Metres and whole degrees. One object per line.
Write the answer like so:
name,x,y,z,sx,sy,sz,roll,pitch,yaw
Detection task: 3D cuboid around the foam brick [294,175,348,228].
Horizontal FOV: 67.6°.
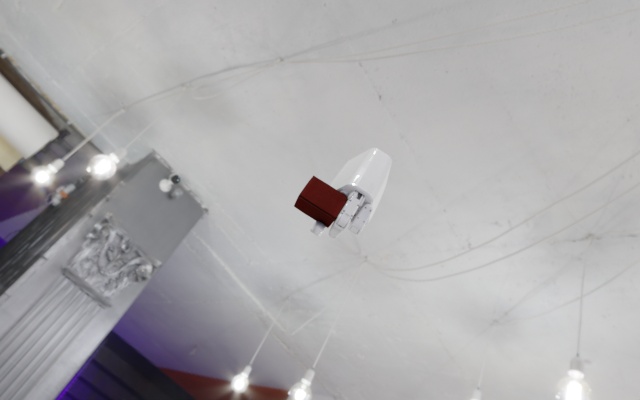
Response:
foam brick,0.000,0.003,0.858,0.078,0.051,0.053,32,-25,-1
